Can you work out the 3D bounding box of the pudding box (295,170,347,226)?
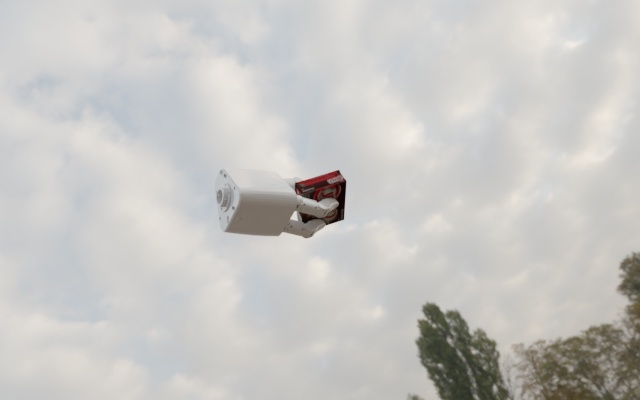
[{"bbox_3d":[0.000,0.003,0.893,0.090,0.039,0.114,-17,-38,-14],"label":"pudding box"}]
